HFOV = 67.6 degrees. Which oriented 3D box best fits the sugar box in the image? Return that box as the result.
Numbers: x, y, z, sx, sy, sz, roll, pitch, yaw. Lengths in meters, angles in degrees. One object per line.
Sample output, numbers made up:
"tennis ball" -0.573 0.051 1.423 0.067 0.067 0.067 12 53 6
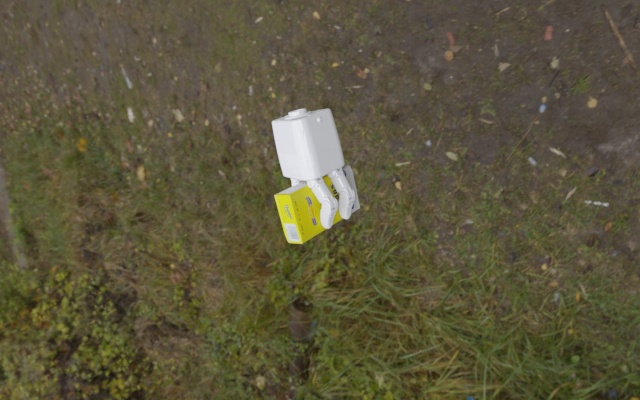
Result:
"sugar box" 0.000 0.003 0.880 0.048 0.093 0.176 3 23 44
